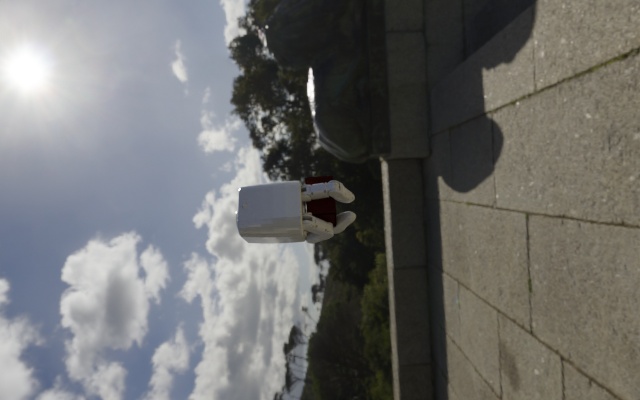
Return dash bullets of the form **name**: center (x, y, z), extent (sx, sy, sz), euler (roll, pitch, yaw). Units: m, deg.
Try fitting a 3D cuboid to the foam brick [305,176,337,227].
- **foam brick**: center (0.000, 0.003, 0.839), extent (0.051, 0.078, 0.053), euler (-4, -30, 0)
